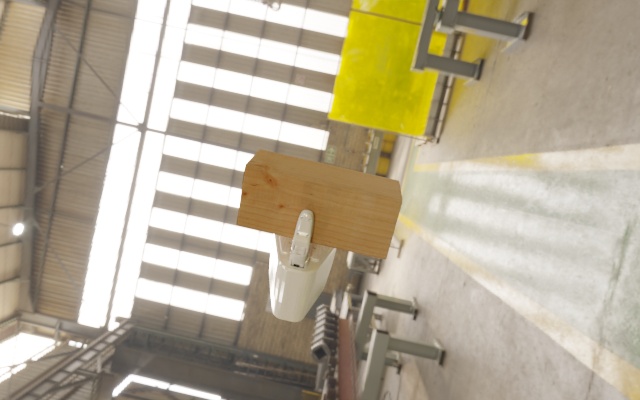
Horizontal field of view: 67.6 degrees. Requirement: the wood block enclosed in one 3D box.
[{"bbox_3d":[0.000,0.003,0.660,0.206,0.090,0.090,13,21,1],"label":"wood block"}]
